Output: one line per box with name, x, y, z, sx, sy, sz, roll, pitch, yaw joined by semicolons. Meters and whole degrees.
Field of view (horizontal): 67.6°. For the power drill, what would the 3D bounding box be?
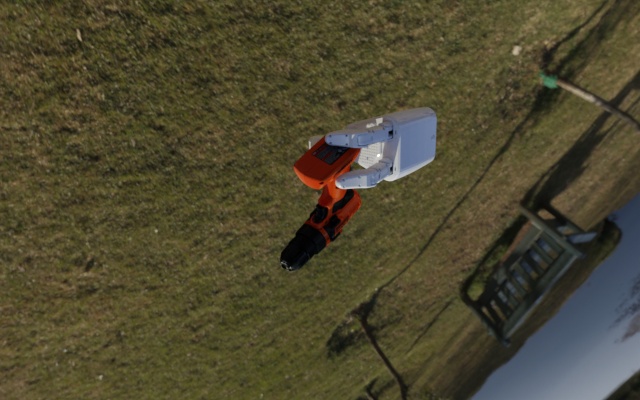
power drill;0.000;0.002;0.722;0.057;0.188;0.184;30;57;21
